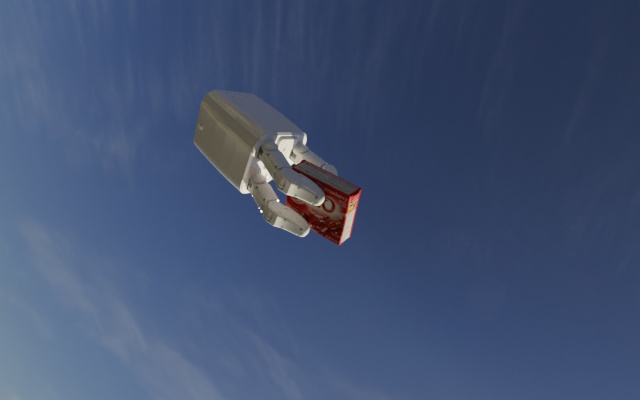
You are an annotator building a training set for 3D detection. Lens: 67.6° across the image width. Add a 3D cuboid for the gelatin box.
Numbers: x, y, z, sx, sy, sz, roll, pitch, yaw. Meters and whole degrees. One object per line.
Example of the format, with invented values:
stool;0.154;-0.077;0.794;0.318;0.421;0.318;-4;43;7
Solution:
gelatin box;0.001;0.002;0.581;0.089;0.073;0.030;28;37;24
